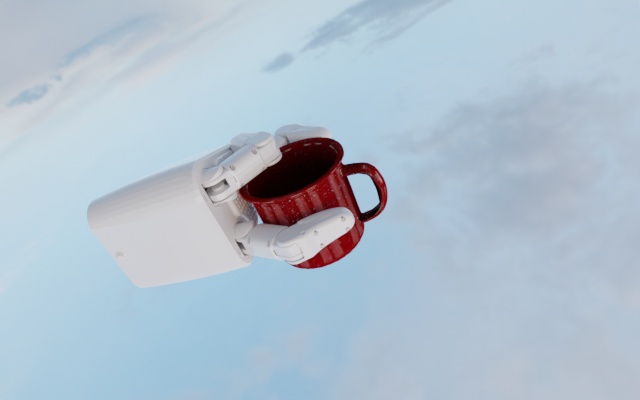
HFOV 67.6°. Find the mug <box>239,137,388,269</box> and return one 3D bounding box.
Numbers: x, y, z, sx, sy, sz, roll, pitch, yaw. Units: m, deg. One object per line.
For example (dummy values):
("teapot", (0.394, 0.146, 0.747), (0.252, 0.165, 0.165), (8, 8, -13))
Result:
("mug", (0.001, 0.001, 0.409), (0.117, 0.081, 0.093), (-14, 32, 16))
